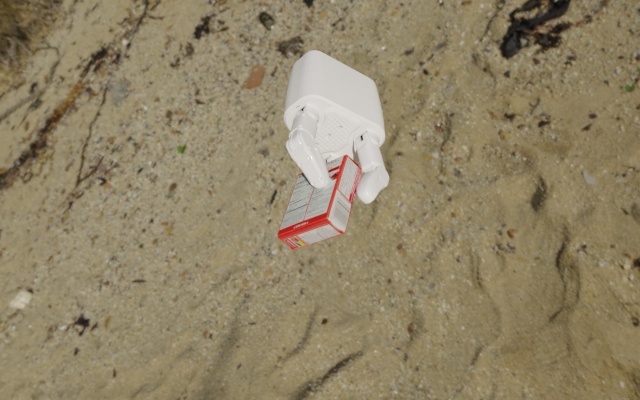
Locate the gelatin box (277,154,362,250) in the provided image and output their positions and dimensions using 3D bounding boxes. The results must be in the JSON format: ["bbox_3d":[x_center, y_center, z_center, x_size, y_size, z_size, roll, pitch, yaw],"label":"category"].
[{"bbox_3d":[0.000,0.002,0.494,0.073,0.089,0.030,-21,-52,40],"label":"gelatin box"}]
